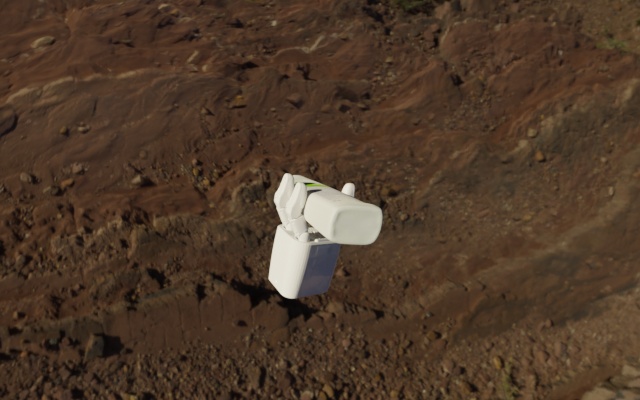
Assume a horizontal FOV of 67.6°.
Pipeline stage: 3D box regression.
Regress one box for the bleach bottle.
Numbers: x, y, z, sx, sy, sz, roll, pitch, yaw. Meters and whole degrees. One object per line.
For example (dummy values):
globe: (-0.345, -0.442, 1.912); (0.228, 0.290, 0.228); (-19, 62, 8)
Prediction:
bleach bottle: (0.000, 0.003, 0.845); (0.102, 0.068, 0.250); (5, 14, -29)
